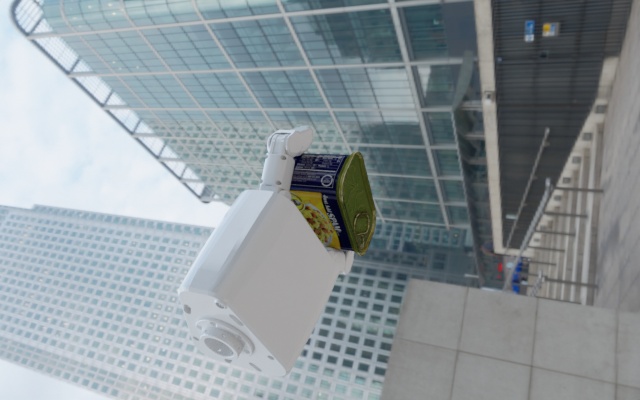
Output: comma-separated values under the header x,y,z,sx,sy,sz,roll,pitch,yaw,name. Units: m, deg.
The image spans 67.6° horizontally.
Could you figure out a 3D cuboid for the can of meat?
x,y,z,sx,sy,sz,roll,pitch,yaw,name
0.000,0.001,0.456,0.084,0.057,0.102,5,-42,25,can of meat
